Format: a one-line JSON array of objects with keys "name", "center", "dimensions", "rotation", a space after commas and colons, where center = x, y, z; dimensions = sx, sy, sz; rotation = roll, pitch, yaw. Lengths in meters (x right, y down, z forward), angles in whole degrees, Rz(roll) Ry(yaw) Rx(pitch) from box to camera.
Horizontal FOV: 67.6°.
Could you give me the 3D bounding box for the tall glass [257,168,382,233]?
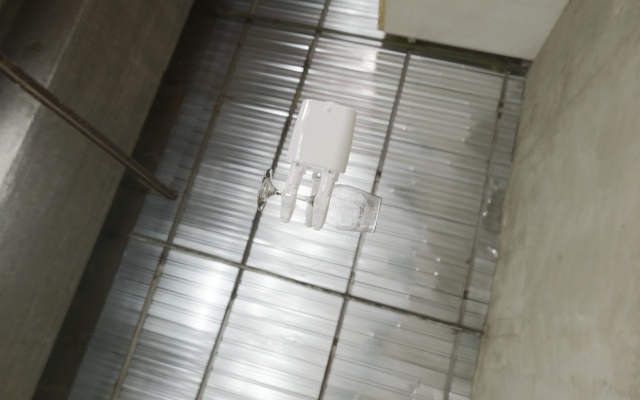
[{"name": "tall glass", "center": [-0.001, 0.003, 0.808], "dimensions": [0.201, 0.079, 0.079], "rotation": [13, 2, 8]}]
